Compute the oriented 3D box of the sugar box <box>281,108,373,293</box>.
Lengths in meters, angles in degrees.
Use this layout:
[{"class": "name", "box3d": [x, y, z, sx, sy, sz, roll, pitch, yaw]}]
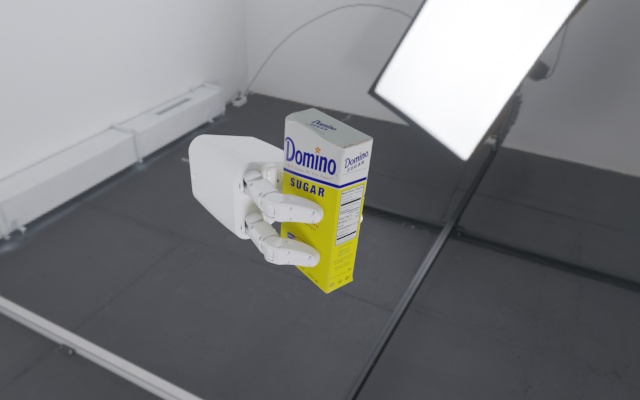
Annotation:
[{"class": "sugar box", "box3d": [0.000, 0.002, 0.508, 0.048, 0.176, 0.093, -22, 40, -34]}]
